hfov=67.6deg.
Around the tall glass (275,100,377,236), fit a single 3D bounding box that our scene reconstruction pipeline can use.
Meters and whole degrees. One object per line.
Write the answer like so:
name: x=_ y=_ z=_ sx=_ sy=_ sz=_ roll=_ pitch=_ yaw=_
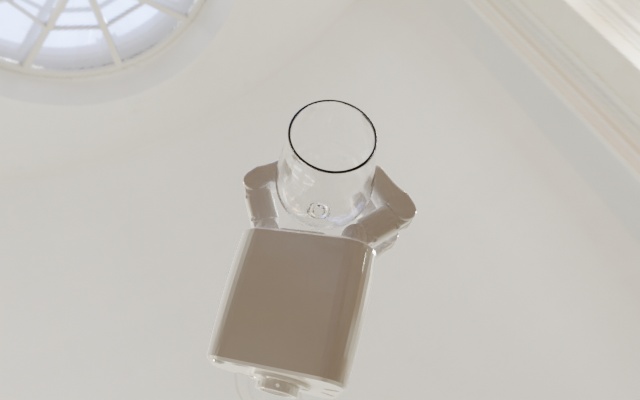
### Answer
tall glass: x=0.000 y=0.002 z=0.413 sx=0.079 sy=0.079 sz=0.201 roll=0 pitch=-28 yaw=-6
